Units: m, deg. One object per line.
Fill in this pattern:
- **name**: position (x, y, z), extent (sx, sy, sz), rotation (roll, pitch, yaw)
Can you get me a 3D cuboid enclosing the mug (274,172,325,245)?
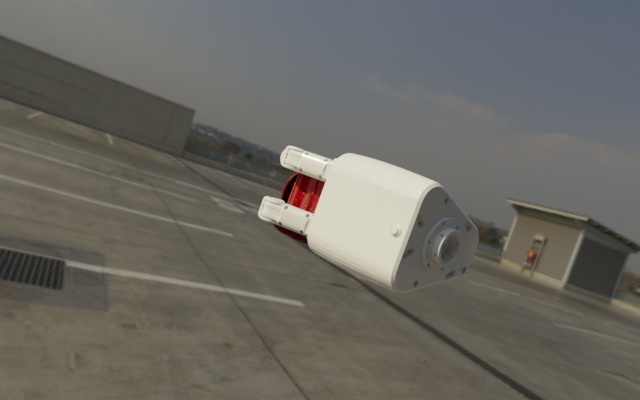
- **mug**: position (-0.001, 0.001, 0.516), extent (0.093, 0.081, 0.117), rotation (18, 4, -43)
